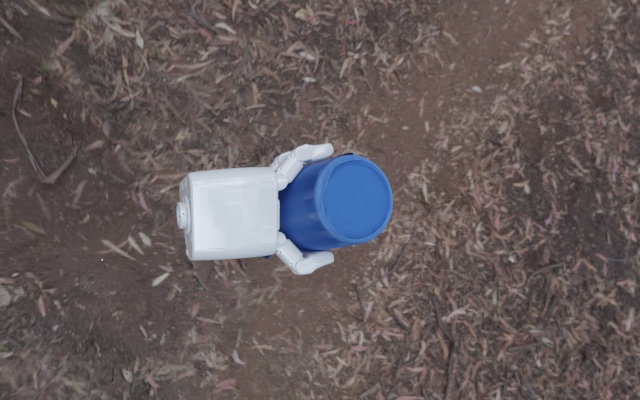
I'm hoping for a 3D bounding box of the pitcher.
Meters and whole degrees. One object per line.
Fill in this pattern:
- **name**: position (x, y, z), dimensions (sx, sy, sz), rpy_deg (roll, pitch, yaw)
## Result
- **pitcher**: position (0.000, 0.002, 0.673), dimensions (0.145, 0.149, 0.243), rpy_deg (-4, -5, -25)
